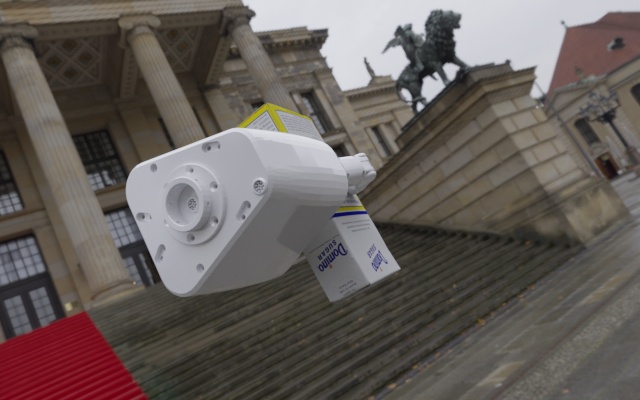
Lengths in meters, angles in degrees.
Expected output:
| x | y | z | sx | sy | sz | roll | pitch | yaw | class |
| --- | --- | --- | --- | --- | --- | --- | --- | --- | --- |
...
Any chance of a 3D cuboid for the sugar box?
| x | y | z | sx | sy | sz | roll | pitch | yaw | class |
| --- | --- | --- | --- | --- | --- | --- | --- | --- | --- |
| 0.000 | 0.002 | 0.432 | 0.048 | 0.176 | 0.093 | -32 | -13 | 21 | sugar box |
